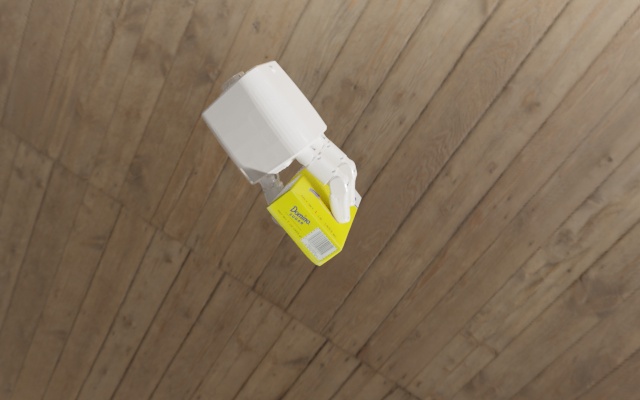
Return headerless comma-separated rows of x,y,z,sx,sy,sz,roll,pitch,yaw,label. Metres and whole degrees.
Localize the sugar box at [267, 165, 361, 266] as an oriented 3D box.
0.000,0.002,0.614,0.048,0.093,0.176,-35,10,24,sugar box
